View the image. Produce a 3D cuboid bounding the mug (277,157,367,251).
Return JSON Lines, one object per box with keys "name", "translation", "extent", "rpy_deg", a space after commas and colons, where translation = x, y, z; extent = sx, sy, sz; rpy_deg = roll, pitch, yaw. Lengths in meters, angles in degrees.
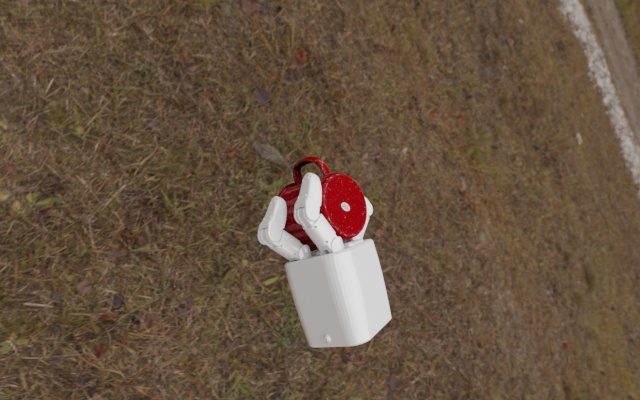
{"name": "mug", "translation": [0.000, 0.000, 0.594], "extent": [0.081, 0.117, 0.093], "rpy_deg": [-17, -2, 42]}
